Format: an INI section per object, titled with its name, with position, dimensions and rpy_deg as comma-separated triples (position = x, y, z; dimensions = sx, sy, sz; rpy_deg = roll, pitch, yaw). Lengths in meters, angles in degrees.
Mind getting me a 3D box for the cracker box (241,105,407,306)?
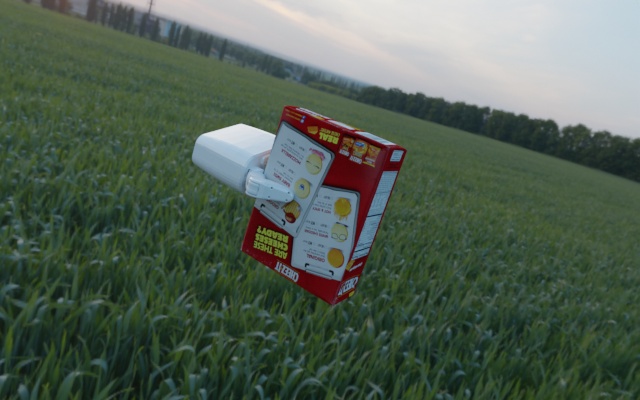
[cracker box]
position = 0.000, 0.002, 0.634
dimensions = 0.164, 0.214, 0.072
rpy_deg = 26, 17, 28
